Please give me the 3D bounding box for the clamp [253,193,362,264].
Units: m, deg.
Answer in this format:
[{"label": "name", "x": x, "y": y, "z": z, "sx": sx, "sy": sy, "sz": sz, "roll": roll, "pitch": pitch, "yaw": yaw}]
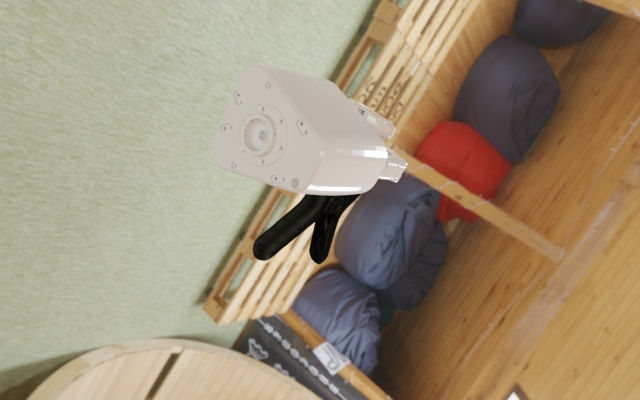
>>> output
[{"label": "clamp", "x": 0.001, "y": 0.002, "z": 0.501, "sx": 0.039, "sy": 0.171, "sz": 0.120, "roll": 37, "pitch": 21, "yaw": 26}]
